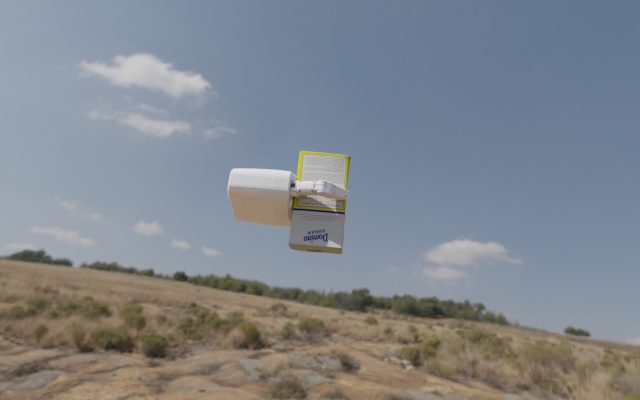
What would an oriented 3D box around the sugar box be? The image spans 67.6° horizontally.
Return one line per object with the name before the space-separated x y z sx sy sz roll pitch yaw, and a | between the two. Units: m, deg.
sugar box | 0.000 0.003 0.840 0.093 0.176 0.048 5 -19 3
